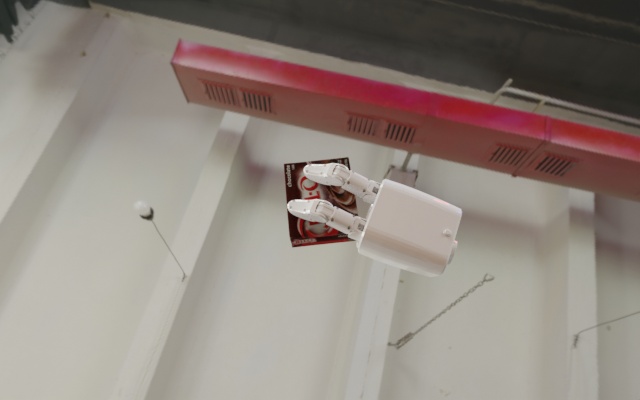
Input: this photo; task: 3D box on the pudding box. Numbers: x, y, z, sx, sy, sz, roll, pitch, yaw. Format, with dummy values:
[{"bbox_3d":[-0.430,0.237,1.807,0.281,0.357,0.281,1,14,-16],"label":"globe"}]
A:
[{"bbox_3d":[0.000,0.002,0.633,0.090,0.113,0.039,-6,-27,-2],"label":"pudding box"}]
